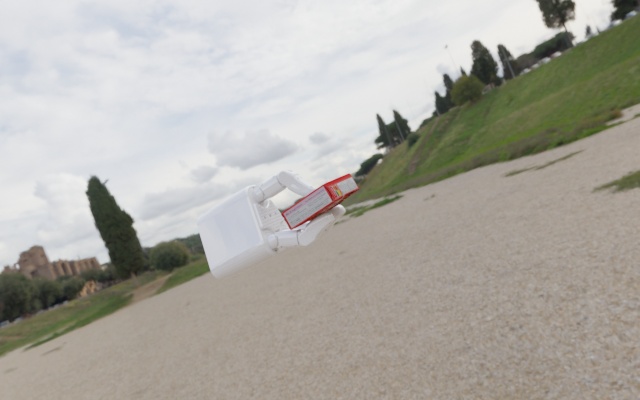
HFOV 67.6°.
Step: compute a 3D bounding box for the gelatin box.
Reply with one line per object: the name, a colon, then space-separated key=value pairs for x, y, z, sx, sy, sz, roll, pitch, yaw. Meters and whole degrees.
gelatin box: x=0.000 y=0.002 z=0.660 sx=0.089 sy=0.030 sz=0.073 roll=-35 pitch=-6 yaw=34
